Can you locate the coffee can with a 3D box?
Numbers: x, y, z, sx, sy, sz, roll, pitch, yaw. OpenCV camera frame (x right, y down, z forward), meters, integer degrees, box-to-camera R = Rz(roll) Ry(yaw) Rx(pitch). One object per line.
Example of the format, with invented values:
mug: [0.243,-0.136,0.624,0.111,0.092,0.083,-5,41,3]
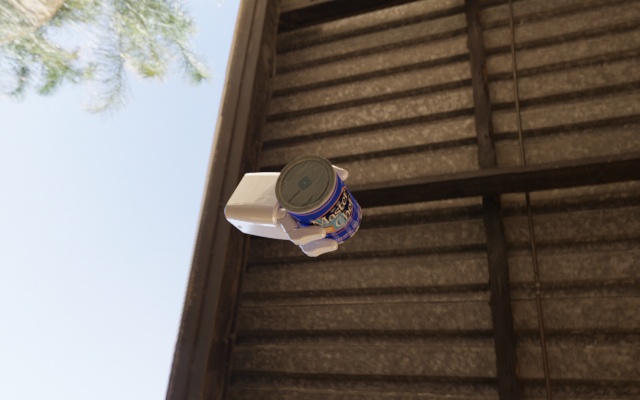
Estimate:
coffee can: [0.000,0.003,0.802,0.103,0.102,0.140,0,-26,24]
